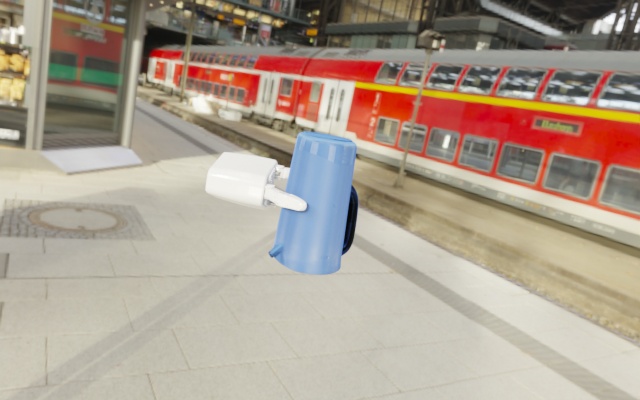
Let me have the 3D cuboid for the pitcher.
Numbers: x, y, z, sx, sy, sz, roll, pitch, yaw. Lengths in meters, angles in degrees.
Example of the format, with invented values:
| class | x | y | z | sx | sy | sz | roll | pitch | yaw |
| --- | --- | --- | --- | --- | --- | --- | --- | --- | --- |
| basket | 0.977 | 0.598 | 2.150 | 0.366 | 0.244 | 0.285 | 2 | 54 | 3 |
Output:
| class | x | y | z | sx | sy | sz | roll | pitch | yaw |
| --- | --- | --- | --- | --- | --- | --- | --- | --- | --- |
| pitcher | 0.000 | 0.003 | 0.875 | 0.145 | 0.243 | 0.149 | 12 | 12 | 5 |
